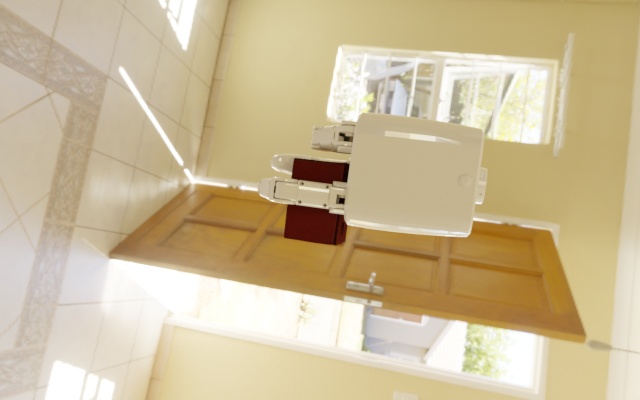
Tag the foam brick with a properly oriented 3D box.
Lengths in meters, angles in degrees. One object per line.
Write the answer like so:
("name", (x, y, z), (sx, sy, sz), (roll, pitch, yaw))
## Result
("foam brick", (0.000, 0.002, 0.458), (0.051, 0.078, 0.053), (8, 1, 12))
